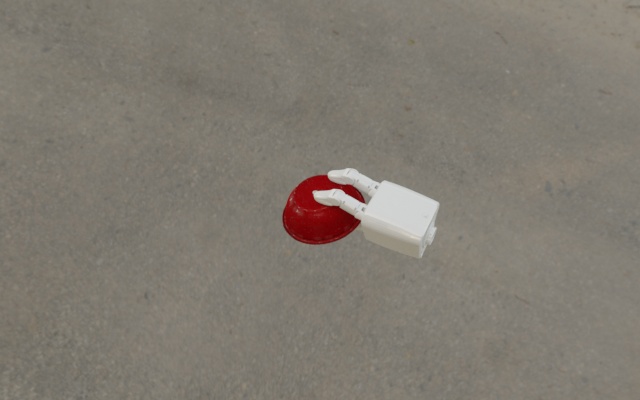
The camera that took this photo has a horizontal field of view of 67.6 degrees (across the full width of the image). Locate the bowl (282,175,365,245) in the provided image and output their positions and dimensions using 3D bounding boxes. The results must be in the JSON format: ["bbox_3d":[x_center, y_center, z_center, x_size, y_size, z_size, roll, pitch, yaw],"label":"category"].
[{"bbox_3d":[-0.001,0.003,0.887,0.162,0.162,0.055,0,-43,17],"label":"bowl"}]
